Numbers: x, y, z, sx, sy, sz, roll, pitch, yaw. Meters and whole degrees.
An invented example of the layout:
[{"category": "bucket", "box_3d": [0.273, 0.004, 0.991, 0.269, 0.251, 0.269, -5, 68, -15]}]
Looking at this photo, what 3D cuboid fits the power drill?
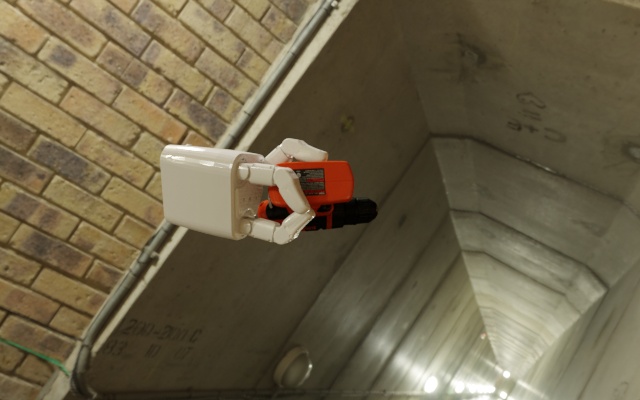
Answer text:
[{"category": "power drill", "box_3d": [0.000, 0.002, 0.667, 0.184, 0.057, 0.188, -5, -16, -4]}]
